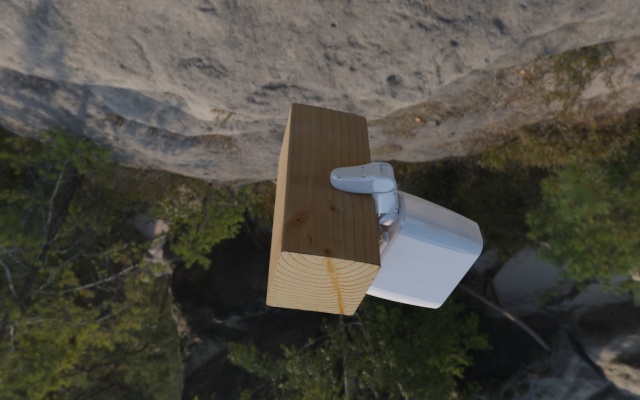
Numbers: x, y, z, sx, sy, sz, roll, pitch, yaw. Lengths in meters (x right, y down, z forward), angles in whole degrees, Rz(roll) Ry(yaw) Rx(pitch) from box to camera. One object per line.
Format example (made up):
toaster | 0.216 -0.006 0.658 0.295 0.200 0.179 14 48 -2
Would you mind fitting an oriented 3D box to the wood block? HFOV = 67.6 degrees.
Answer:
wood block | 0.001 0.002 0.500 0.090 0.206 0.091 9 -43 -10
